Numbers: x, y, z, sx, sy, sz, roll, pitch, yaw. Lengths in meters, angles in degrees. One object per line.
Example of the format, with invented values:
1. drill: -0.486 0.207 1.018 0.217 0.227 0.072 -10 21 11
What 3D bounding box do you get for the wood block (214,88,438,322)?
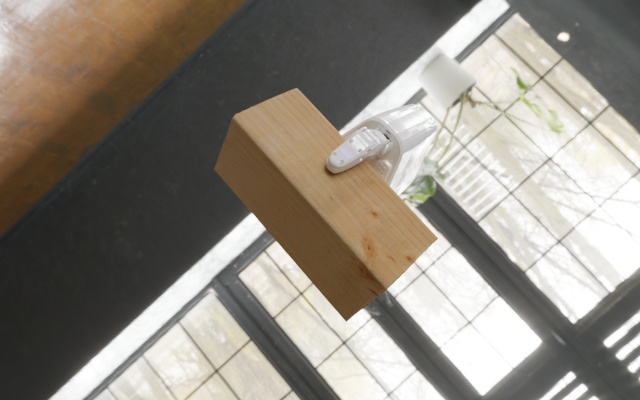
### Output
1. wood block: 0.001 0.001 0.473 0.090 0.206 0.091 -34 -13 -39
